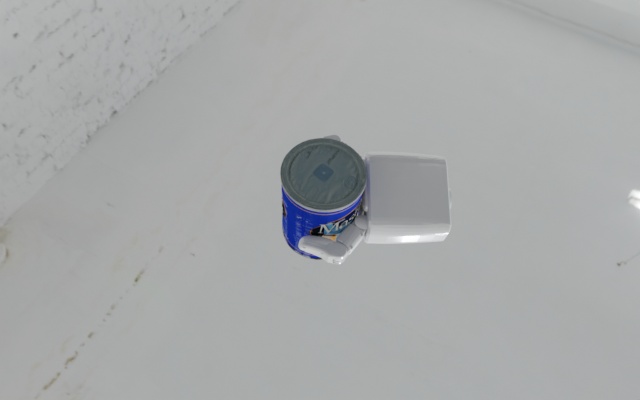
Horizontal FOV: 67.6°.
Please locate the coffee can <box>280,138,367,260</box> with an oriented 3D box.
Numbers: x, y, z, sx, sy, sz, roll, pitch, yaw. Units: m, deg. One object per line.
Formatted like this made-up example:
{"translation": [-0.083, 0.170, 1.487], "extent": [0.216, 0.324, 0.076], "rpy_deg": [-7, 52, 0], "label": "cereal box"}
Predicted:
{"translation": [0.000, 0.002, 0.621], "extent": [0.103, 0.102, 0.140], "rpy_deg": [0, -31, -4], "label": "coffee can"}
